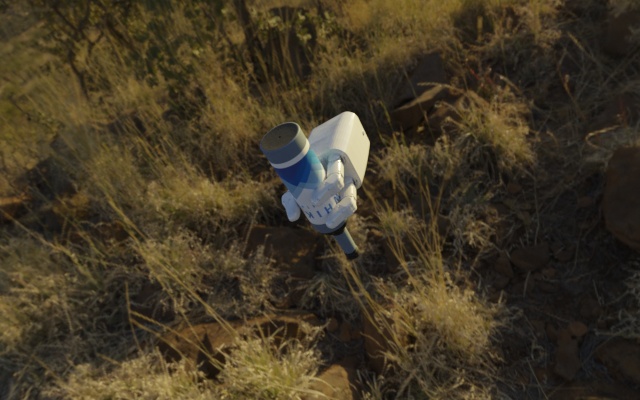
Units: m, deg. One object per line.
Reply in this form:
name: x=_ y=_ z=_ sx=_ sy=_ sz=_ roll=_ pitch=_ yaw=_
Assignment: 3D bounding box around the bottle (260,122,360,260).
bottle: x=0.000 y=0.003 z=0.800 sx=0.069 sy=0.069 sz=0.296 roll=0 pitch=-41 yaw=33
